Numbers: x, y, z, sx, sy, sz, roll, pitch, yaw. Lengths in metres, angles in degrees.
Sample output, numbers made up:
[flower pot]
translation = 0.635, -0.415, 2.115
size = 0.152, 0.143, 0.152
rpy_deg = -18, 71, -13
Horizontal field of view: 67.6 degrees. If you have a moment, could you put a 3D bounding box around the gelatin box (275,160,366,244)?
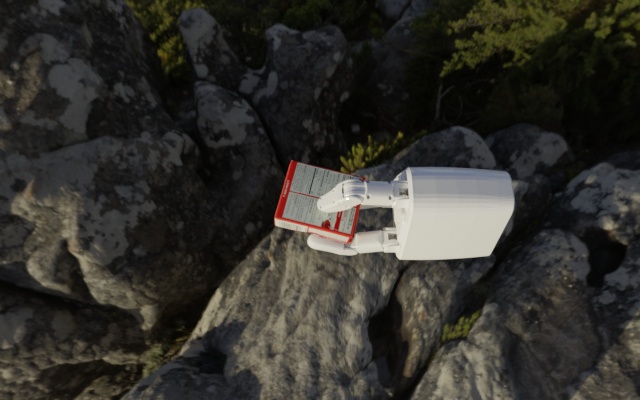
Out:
[gelatin box]
translation = 0.000, 0.002, 0.534
size = 0.089, 0.073, 0.030
rpy_deg = 14, -21, 0
